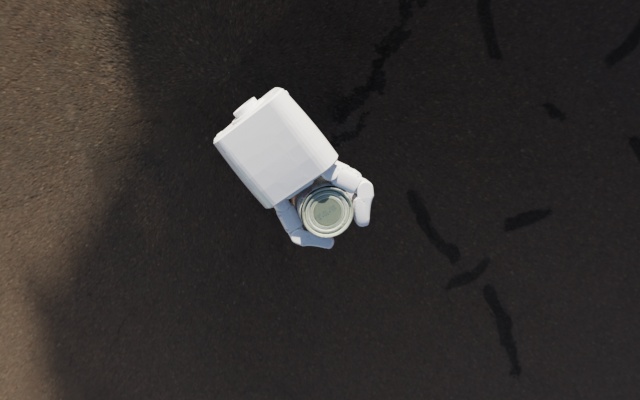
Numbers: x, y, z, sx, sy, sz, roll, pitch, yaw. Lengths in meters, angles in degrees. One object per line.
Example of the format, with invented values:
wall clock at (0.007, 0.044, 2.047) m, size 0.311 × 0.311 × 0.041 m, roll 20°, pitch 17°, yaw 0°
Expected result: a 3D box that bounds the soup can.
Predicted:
soup can at (0.000, 0.003, 0.626) m, size 0.068 × 0.068 × 0.102 m, roll 0°, pitch 15°, yaw -11°
